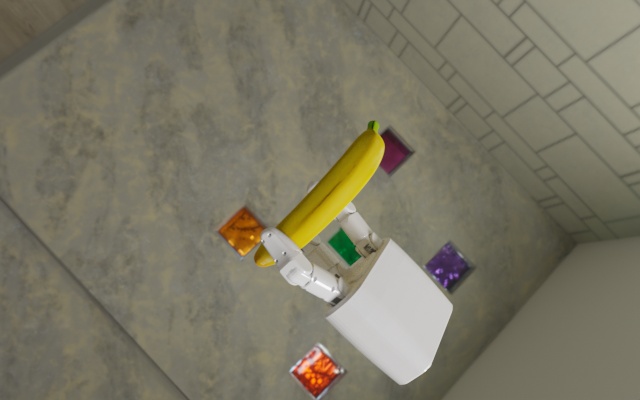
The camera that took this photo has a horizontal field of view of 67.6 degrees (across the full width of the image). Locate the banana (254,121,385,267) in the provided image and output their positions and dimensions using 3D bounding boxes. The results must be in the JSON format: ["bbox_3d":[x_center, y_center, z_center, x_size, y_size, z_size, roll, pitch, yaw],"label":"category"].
[{"bbox_3d":[0.003,0.001,0.480,0.037,0.198,0.069,42,2,-5],"label":"banana"}]
